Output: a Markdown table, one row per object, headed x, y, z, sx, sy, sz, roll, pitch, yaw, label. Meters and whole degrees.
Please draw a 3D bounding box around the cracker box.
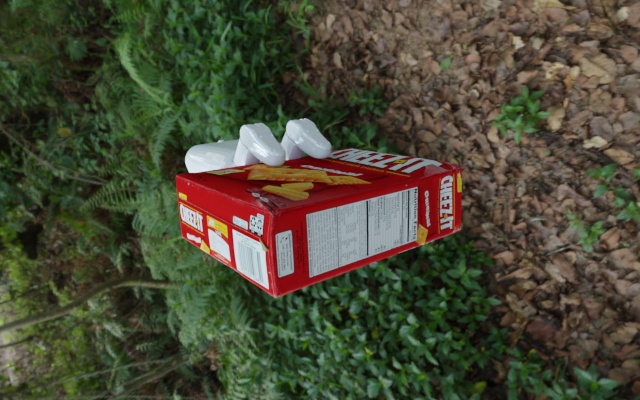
| x | y | z | sx | sy | sz | roll | pitch | yaw | label |
| --- | --- | --- | --- | --- | --- | --- | --- | --- | --- |
| 0.000 | 0.002 | 0.444 | 0.213 | 0.072 | 0.164 | -14 | 20 | -36 | cracker box |
